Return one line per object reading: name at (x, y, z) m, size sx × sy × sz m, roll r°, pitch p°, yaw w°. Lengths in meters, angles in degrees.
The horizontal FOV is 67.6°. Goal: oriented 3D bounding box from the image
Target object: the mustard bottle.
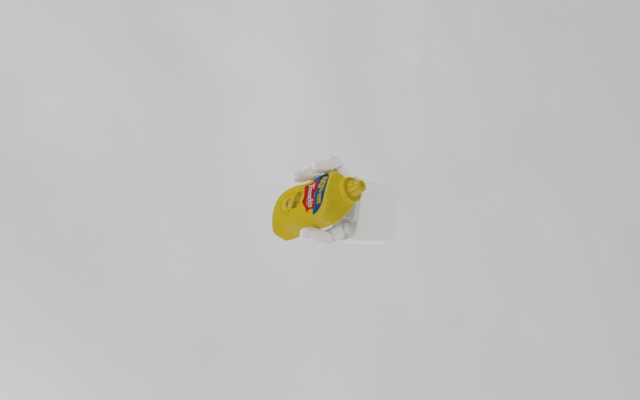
mustard bottle at (0.000, 0.003, 0.790) m, size 0.058 × 0.096 × 0.192 m, roll 36°, pitch -37°, yaw -29°
